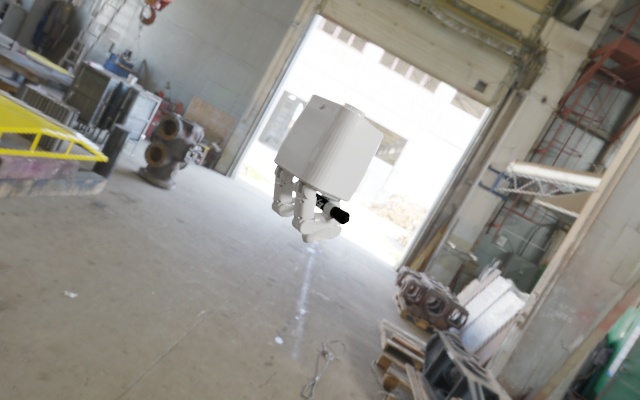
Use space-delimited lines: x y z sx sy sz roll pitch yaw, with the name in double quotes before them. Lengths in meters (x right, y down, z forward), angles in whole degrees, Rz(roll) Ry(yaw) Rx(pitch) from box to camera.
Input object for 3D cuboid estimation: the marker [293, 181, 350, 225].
"marker" 0.000 0.002 0.655 0.020 0.020 0.121 0 22 -38
